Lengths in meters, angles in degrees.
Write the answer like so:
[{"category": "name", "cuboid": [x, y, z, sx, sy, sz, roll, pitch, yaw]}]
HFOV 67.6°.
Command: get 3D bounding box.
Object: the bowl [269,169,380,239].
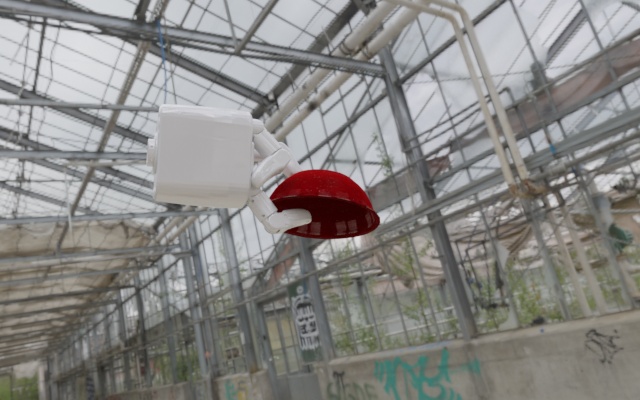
[{"category": "bowl", "cuboid": [0.001, 0.002, 0.643, 0.162, 0.055, 0.162, 4, -23, 2]}]
